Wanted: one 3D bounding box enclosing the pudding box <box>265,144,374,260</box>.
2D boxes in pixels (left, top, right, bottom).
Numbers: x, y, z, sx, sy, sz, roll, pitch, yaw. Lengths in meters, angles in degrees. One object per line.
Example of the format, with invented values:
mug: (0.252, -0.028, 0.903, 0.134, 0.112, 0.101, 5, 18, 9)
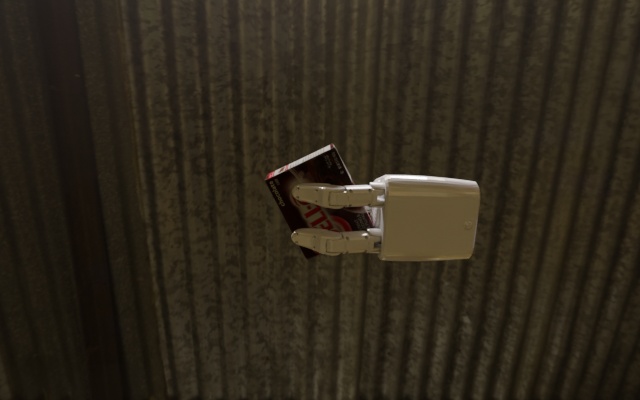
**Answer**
pudding box: (0.000, 0.002, 0.563, 0.090, 0.113, 0.039, -25, 14, 7)
